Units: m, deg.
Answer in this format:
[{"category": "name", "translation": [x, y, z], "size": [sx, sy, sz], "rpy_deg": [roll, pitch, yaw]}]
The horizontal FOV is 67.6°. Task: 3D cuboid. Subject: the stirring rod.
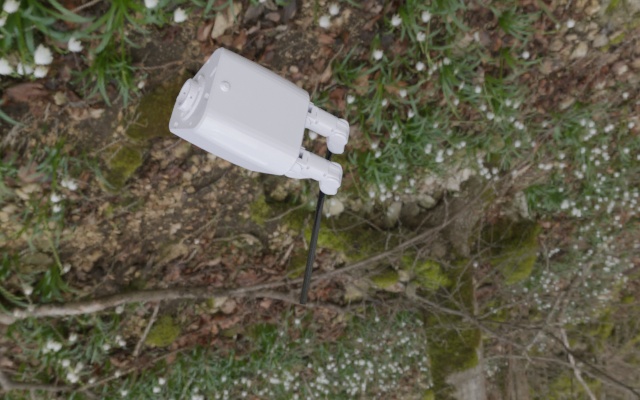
[{"category": "stirring rod", "translation": [0.000, 0.002, 0.565], "size": [0.011, 0.239, 0.011], "rpy_deg": [9, -19, 3]}]
